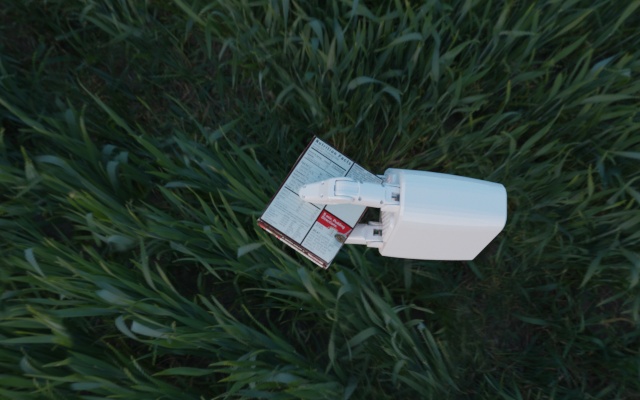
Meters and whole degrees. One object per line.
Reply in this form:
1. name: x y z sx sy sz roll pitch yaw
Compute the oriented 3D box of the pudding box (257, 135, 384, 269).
1. pudding box: 0.000 0.002 0.506 0.090 0.113 0.039 33 -14 1
